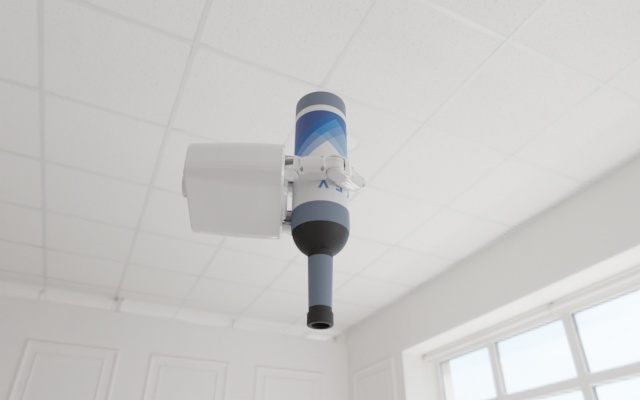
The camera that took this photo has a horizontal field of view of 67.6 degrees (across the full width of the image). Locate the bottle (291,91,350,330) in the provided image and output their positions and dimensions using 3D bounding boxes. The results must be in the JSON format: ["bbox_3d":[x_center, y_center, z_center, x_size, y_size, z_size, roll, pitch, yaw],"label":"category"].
[{"bbox_3d":[0.000,0.002,0.557,0.069,0.295,0.069,0,-33,0],"label":"bottle"}]
